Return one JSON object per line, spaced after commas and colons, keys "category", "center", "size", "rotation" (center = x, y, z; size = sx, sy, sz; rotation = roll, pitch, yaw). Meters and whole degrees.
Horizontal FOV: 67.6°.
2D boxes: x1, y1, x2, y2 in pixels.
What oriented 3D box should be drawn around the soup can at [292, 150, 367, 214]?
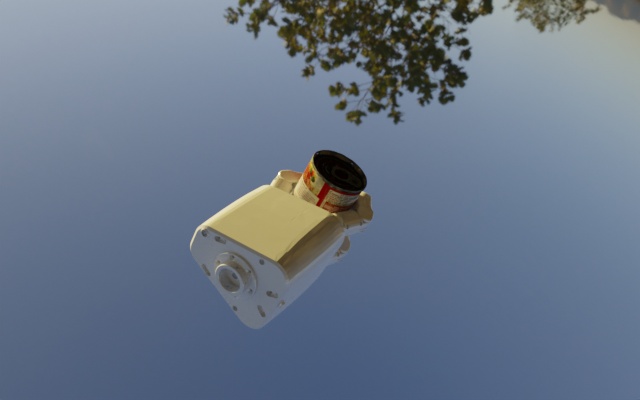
{"category": "soup can", "center": [0.000, 0.002, 0.554], "size": [0.068, 0.068, 0.102], "rotation": [0, -44, -37]}
